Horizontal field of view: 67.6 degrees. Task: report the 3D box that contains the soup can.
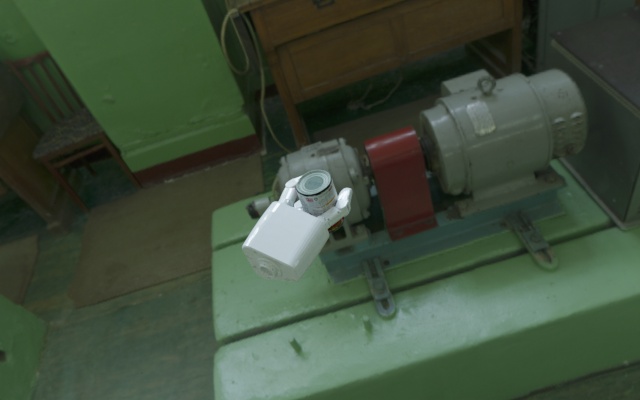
[{"bbox_3d":[0.000,0.002,0.877,0.068,0.102,0.068,-11,42,10],"label":"soup can"}]
